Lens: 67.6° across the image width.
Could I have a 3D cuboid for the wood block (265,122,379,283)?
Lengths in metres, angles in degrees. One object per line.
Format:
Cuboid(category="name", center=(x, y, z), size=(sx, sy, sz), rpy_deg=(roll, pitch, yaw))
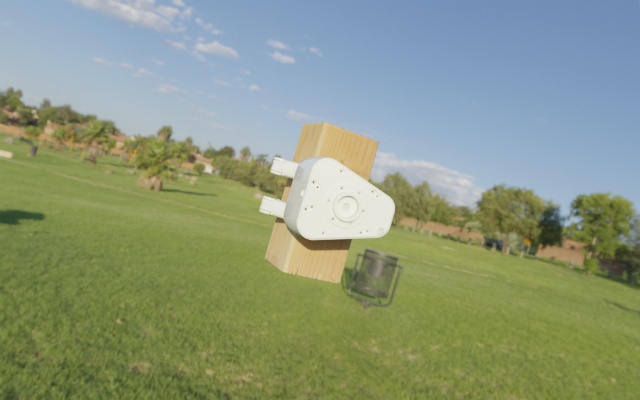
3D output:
Cuboid(category="wood block", center=(0.001, 0.002, 0.686), size=(0.091, 0.206, 0.090), rpy_deg=(16, 0, -24))
